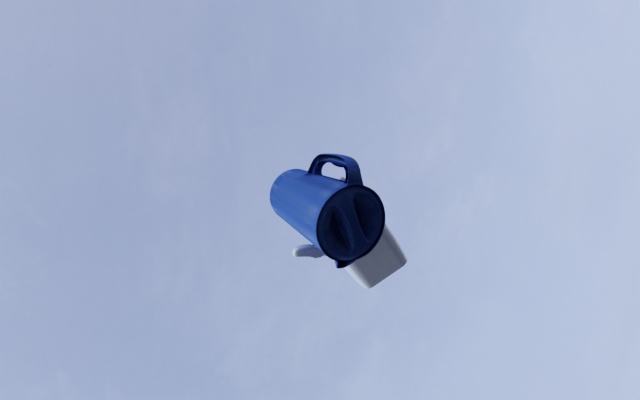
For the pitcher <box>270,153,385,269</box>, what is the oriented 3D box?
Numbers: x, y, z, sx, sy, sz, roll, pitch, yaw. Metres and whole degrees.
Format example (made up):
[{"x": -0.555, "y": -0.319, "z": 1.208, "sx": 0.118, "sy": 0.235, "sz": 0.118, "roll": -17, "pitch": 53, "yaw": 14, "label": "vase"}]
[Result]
[{"x": 0.000, "y": 0.003, "z": 0.876, "sx": 0.145, "sy": 0.149, "sz": 0.242, "roll": 49, "pitch": -12, "yaw": -30, "label": "pitcher"}]
